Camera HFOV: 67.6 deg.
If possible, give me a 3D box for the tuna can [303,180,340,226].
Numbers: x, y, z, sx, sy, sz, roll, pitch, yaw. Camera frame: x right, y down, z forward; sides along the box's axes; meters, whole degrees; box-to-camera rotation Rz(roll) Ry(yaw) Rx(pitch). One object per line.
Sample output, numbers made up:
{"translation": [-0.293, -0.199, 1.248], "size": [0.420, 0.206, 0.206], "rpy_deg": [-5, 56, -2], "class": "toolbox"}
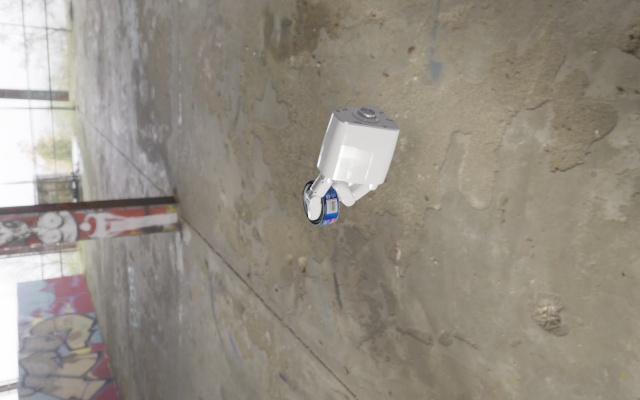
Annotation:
{"translation": [0.000, 0.003, 0.884], "size": [0.034, 0.086, 0.086], "rpy_deg": [-9, 4, -28], "class": "tuna can"}
